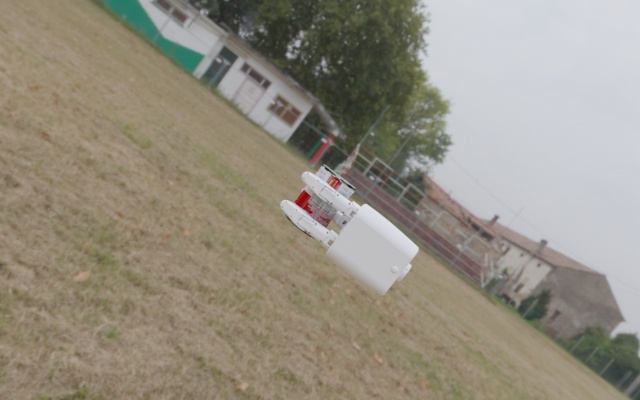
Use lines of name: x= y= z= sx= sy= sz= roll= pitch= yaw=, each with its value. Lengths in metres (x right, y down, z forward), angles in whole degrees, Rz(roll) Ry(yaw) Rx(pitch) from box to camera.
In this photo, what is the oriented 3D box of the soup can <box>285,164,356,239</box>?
soup can: x=0.000 y=0.002 z=0.760 sx=0.068 sy=0.102 sz=0.068 roll=37 pitch=5 yaw=-4
